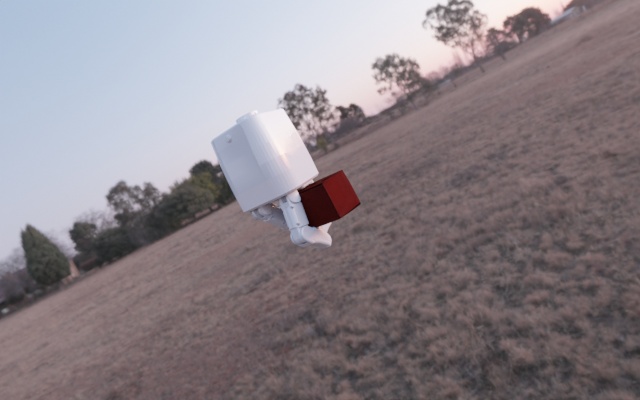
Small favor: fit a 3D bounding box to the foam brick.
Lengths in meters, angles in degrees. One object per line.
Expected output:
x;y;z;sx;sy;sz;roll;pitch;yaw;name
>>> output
0.000;0.002;0.618;0.078;0.051;0.053;-22;7;39;foam brick
